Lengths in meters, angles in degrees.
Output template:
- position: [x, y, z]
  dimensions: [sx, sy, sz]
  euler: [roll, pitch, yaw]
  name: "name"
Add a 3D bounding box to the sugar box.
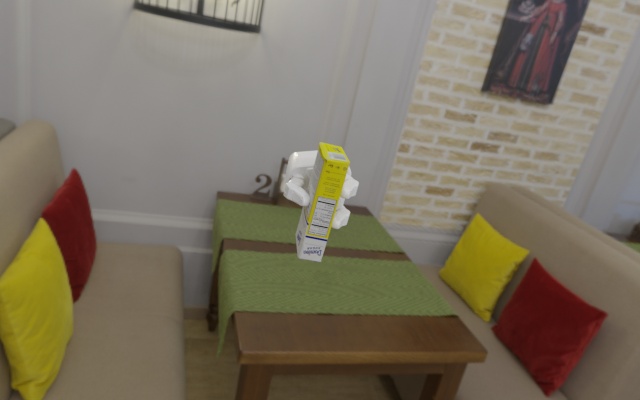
- position: [0.001, 0.003, 0.785]
  dimensions: [0.048, 0.176, 0.093]
  euler: [10, 21, -10]
  name: "sugar box"
